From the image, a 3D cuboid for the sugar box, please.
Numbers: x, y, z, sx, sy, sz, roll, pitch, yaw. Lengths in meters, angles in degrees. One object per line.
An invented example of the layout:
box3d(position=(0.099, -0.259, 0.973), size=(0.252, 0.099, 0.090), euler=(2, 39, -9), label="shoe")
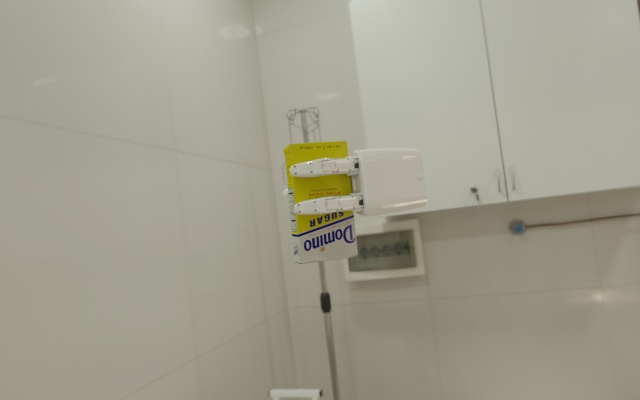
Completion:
box3d(position=(0.000, 0.002, 0.717), size=(0.093, 0.176, 0.048), euler=(-6, -3, -18), label="sugar box")
